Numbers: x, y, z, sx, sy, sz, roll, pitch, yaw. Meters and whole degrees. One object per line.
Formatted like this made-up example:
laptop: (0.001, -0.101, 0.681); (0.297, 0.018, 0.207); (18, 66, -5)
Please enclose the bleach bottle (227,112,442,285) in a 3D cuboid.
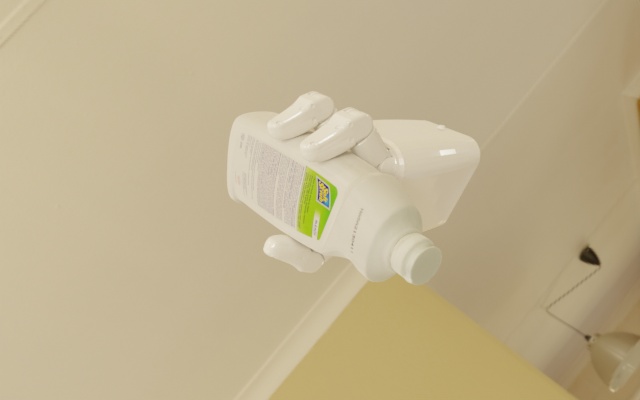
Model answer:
bleach bottle: (0.000, 0.001, 0.407); (0.068, 0.103, 0.250); (-10, 29, -32)
